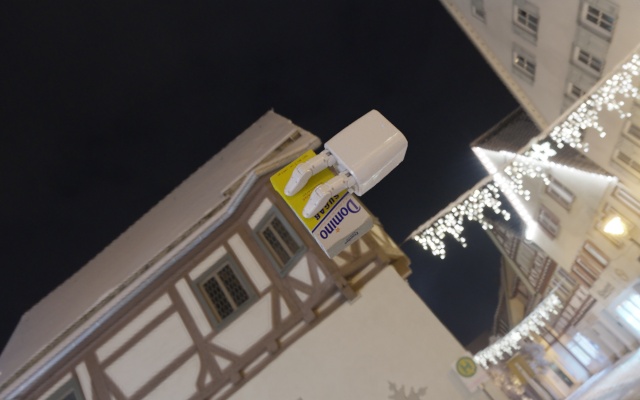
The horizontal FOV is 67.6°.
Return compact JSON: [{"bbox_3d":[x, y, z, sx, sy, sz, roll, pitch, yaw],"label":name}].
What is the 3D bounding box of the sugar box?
[{"bbox_3d":[0.000,0.002,0.807,0.093,0.176,0.048,-37,-31,-7],"label":"sugar box"}]
